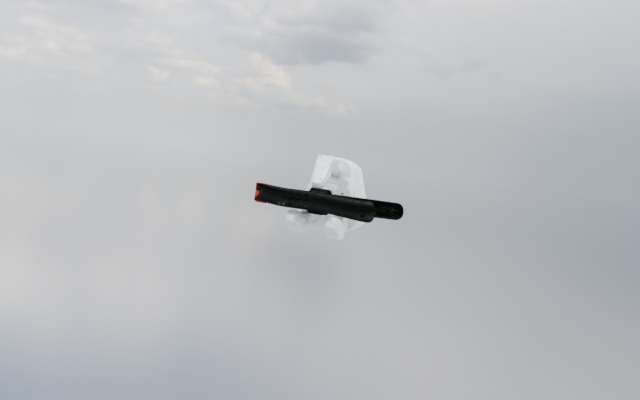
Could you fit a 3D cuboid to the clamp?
[{"bbox_3d":[0.000,0.001,0.646,0.210,0.036,0.164,9,1,15],"label":"clamp"}]
